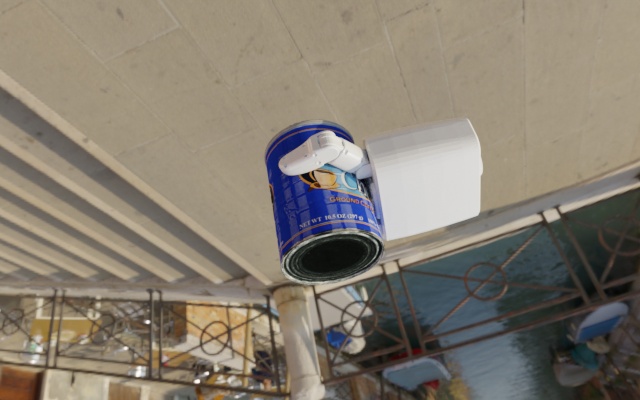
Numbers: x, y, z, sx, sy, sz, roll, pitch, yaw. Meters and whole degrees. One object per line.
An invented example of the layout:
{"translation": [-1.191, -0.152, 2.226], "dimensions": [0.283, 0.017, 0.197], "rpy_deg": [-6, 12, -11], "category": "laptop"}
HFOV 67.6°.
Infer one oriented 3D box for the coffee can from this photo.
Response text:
{"translation": [0.000, 0.002, 0.496], "dimensions": [0.103, 0.140, 0.103], "rpy_deg": [-8, -35, -6], "category": "coffee can"}
